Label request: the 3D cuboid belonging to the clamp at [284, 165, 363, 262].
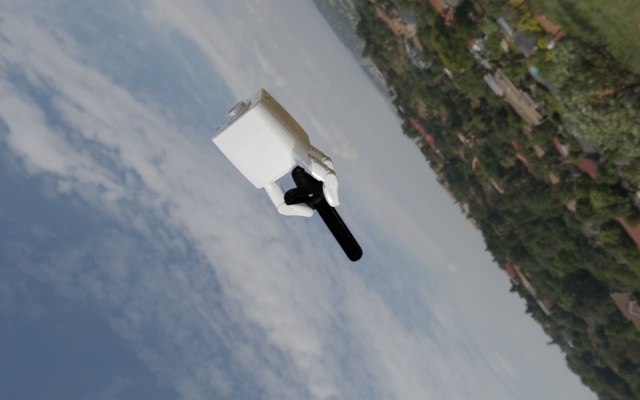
[{"bbox_3d":[-0.001,0.003,0.778,0.036,0.165,0.210,-39,23,13],"label":"clamp"}]
